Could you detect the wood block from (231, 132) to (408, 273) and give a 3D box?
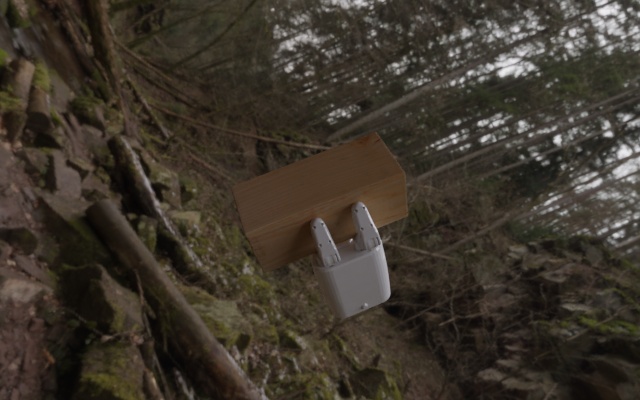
[{"bbox_3d":[0.000,0.002,0.629,0.206,0.090,0.090,-21,-42,-5],"label":"wood block"}]
